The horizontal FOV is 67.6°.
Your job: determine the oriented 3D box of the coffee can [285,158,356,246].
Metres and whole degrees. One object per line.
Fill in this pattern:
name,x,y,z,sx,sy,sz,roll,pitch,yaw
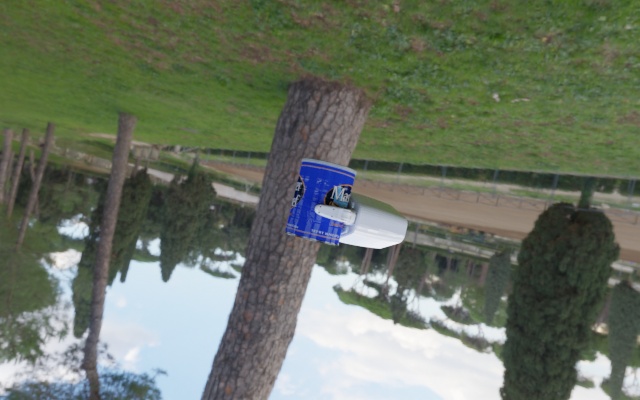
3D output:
coffee can,0.000,0.003,0.874,0.103,0.140,0.103,14,-2,0
